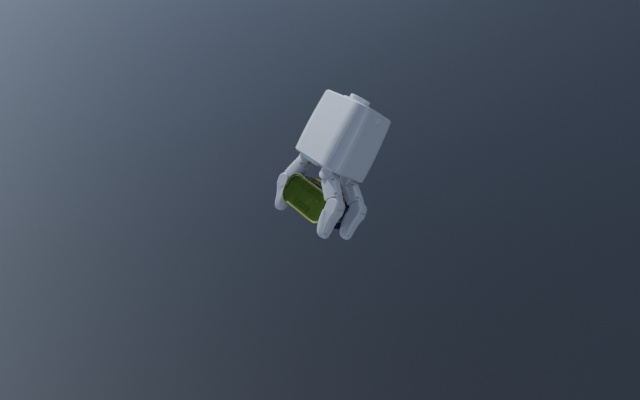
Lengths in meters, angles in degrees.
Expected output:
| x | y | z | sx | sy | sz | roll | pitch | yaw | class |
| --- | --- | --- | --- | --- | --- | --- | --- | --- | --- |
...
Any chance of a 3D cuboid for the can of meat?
| x | y | z | sx | sy | sz | roll | pitch | yaw | class |
| --- | --- | --- | --- | --- | --- | --- | --- | --- | --- |
| 0.000 | 0.002 | 0.754 | 0.102 | 0.057 | 0.084 | 37 | 12 | 33 | can of meat |
